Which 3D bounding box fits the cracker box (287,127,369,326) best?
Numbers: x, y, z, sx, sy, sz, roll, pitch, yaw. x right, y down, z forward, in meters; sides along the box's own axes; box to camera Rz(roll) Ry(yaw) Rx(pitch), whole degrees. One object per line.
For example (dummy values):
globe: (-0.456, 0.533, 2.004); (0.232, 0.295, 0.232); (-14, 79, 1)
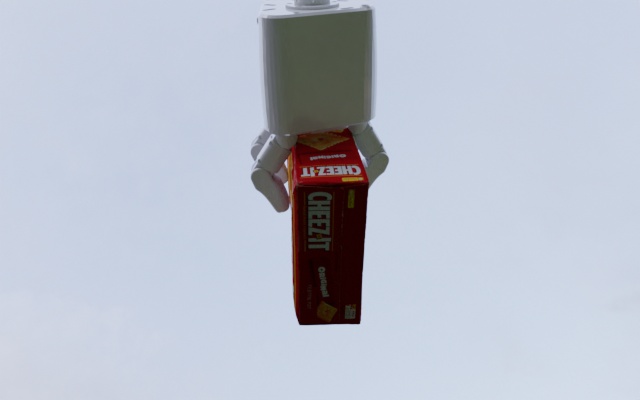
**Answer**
cracker box: (0.000, 0.002, 0.521); (0.072, 0.164, 0.213); (-2, 31, -3)
